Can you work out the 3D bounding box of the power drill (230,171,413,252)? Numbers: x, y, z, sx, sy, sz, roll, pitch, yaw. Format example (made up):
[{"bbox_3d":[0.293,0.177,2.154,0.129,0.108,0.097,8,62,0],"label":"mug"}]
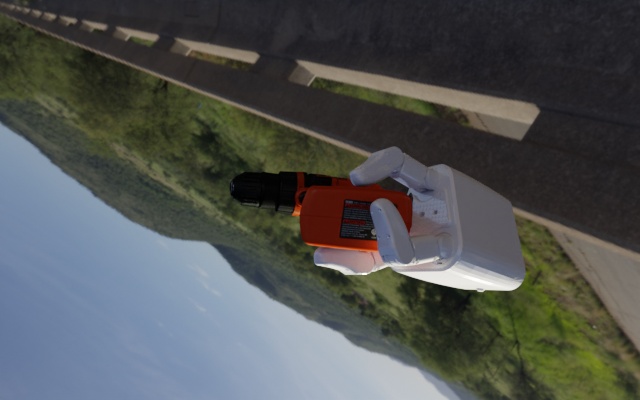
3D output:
[{"bbox_3d":[0.000,0.002,0.501,0.184,0.057,0.187,4,9,-13],"label":"power drill"}]
